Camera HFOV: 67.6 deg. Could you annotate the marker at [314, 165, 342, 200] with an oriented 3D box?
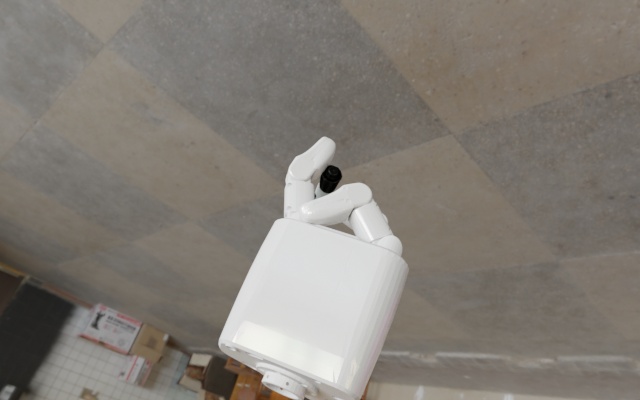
[{"bbox_3d":[0.000,0.001,0.473,0.020,0.020,0.121,0,-27,-12],"label":"marker"}]
